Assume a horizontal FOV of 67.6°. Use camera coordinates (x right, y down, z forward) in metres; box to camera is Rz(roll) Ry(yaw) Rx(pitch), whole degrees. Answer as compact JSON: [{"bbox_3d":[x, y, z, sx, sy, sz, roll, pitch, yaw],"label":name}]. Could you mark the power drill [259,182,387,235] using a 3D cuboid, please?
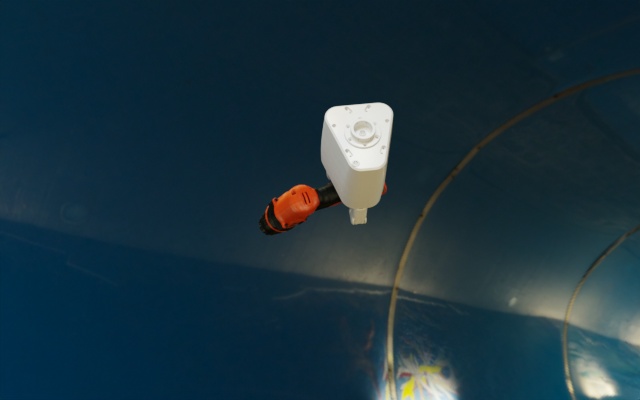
[{"bbox_3d":[0.001,0.002,0.782,0.187,0.057,0.184,-20,-4,-28],"label":"power drill"}]
